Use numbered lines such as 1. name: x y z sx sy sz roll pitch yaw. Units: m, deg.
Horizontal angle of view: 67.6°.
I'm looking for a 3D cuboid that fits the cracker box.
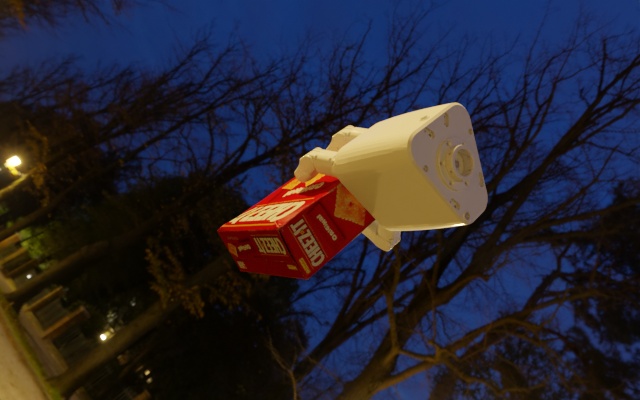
1. cracker box: 0.000 0.002 0.586 0.213 0.072 0.164 -37 16 -30
